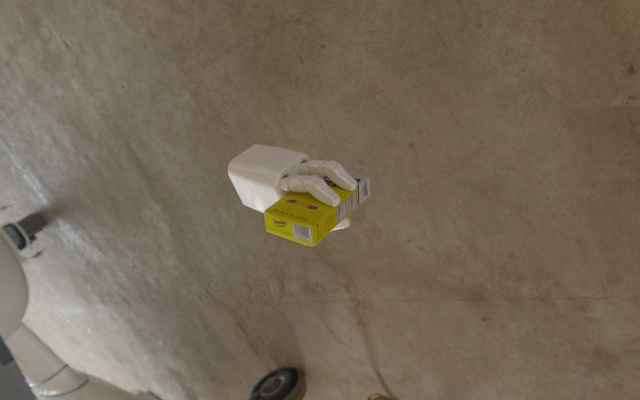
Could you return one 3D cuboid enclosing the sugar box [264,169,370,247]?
[{"bbox_3d":[0.000,0.002,0.771,0.093,0.048,0.176,16,38,28],"label":"sugar box"}]
